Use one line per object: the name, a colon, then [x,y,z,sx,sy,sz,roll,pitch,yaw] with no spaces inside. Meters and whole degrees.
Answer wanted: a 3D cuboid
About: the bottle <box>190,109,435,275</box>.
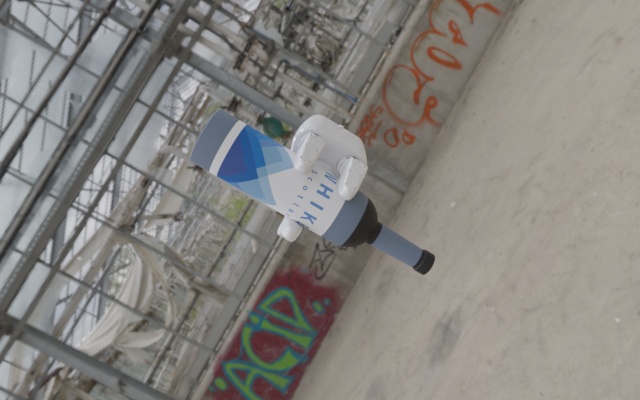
bottle: [0.000,0.002,0.541,0.296,0.069,0.069,30,-4,-7]
